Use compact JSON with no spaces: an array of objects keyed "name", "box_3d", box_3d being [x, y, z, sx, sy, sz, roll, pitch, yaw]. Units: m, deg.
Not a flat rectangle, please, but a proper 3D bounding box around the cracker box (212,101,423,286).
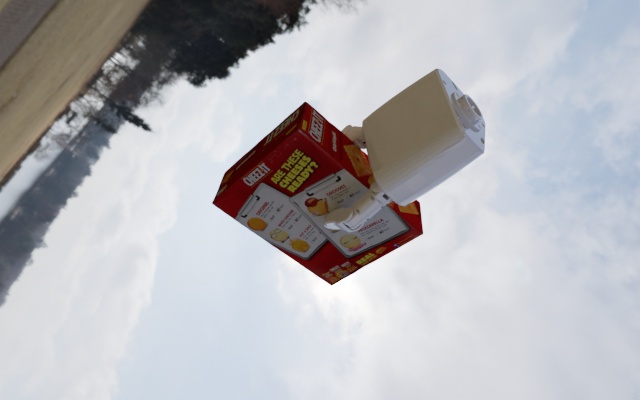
[{"name":"cracker box","box_3d":[0.000,0.002,0.611,0.214,0.072,0.164,38,-55,-25]}]
